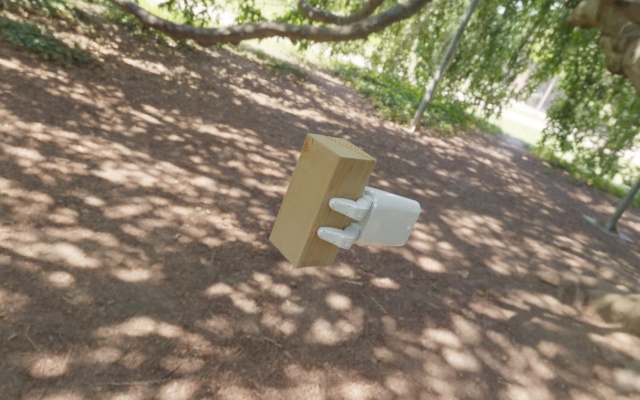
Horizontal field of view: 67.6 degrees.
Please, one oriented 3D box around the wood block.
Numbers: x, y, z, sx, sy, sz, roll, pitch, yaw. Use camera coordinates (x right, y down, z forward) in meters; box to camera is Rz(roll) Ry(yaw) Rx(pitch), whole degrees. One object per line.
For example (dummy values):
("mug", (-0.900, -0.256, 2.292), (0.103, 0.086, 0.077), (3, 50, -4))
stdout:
("wood block", (0.000, 0.002, 0.810), (0.090, 0.206, 0.090), (1, 29, -43))
